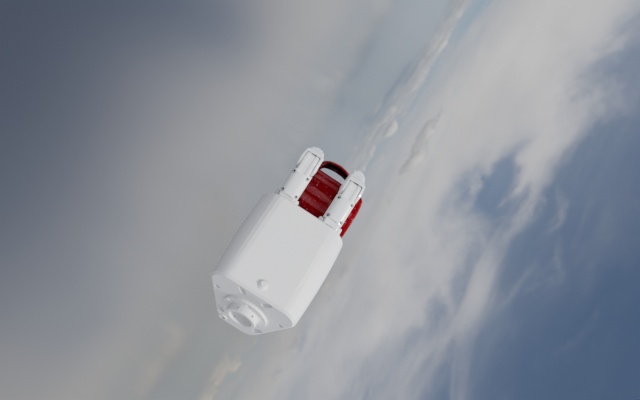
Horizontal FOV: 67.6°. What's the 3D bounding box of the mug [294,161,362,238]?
[{"bbox_3d":[0.001,0.001,0.568,0.081,0.117,0.093,33,-36,-2],"label":"mug"}]
